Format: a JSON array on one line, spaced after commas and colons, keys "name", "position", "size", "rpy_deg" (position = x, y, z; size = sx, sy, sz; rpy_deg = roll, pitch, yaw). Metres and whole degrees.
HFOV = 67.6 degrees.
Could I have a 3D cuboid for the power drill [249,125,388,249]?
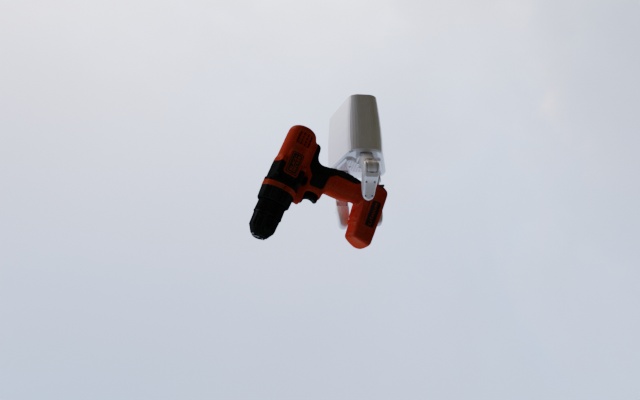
[{"name": "power drill", "position": [0.001, 0.002, 0.721], "size": [0.188, 0.184, 0.057], "rpy_deg": [29, -17, -21]}]
